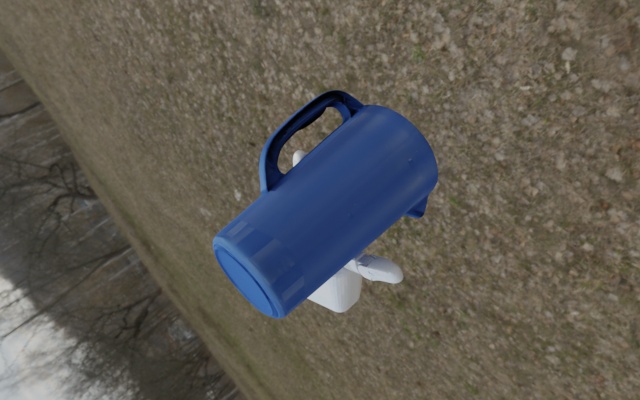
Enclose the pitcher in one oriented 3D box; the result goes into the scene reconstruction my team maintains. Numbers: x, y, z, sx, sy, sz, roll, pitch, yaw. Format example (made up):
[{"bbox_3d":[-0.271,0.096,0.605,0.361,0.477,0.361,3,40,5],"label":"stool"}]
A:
[{"bbox_3d":[0.000,0.002,0.524,0.149,0.145,0.242,35,62,29],"label":"pitcher"}]
